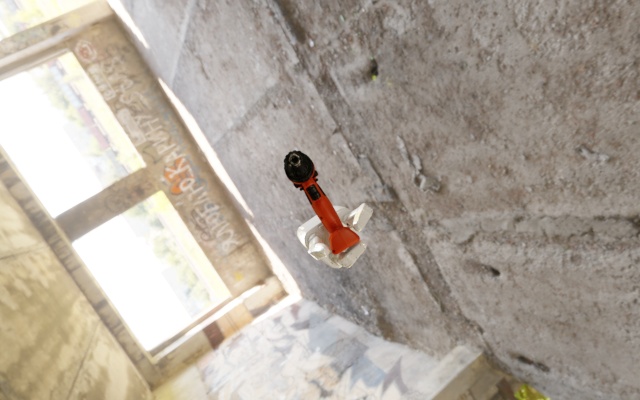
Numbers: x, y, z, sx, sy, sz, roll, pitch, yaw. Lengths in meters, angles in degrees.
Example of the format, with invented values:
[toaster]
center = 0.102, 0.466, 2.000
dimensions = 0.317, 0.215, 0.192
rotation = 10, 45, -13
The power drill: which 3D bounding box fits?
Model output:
[power drill]
center = 0.000, 0.003, 0.837
dimensions = 0.057, 0.187, 0.184
rotation = -30, -7, 2
